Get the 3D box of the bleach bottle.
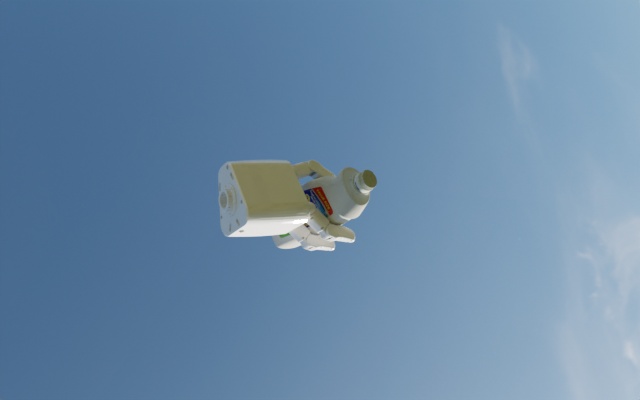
[{"bbox_3d":[0.000,0.003,0.791,0.068,0.102,0.251,-3,-18,-37],"label":"bleach bottle"}]
